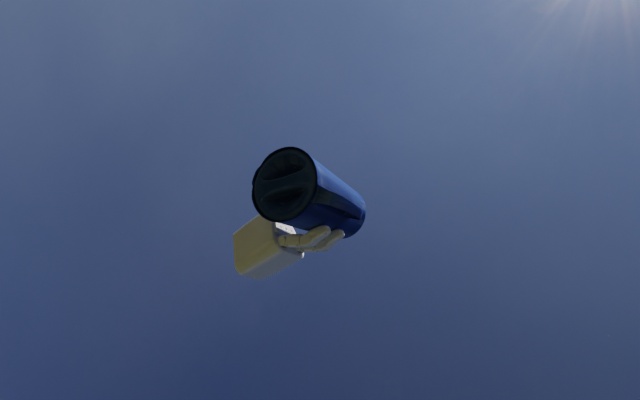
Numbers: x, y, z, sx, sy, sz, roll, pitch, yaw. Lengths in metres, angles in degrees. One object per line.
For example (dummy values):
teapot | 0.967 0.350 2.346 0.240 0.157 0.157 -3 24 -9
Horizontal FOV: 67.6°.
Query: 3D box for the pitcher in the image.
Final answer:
pitcher | 0.000 0.003 0.895 0.145 0.149 0.243 -33 -28 18
